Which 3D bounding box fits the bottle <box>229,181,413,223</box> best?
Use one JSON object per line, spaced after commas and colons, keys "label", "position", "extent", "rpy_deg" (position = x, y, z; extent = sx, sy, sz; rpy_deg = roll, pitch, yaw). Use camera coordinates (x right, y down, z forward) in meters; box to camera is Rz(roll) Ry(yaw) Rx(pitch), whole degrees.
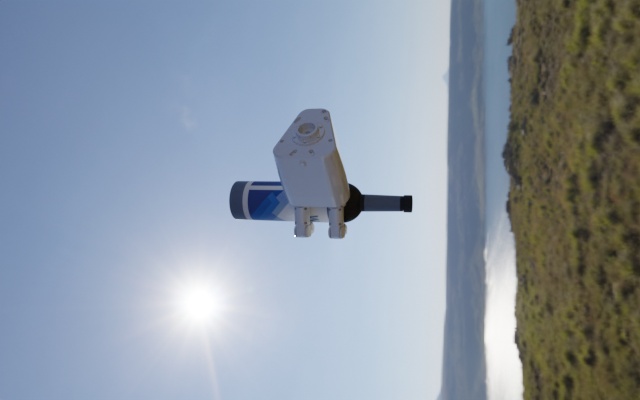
{"label": "bottle", "position": [0.000, 0.003, 0.779], "extent": [0.296, 0.069, 0.069], "rpy_deg": [1, 0, 15]}
